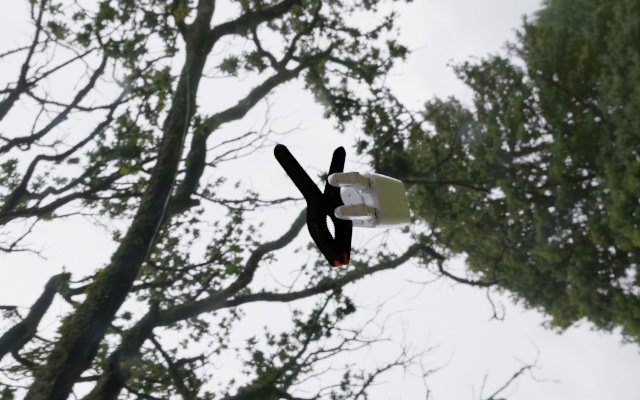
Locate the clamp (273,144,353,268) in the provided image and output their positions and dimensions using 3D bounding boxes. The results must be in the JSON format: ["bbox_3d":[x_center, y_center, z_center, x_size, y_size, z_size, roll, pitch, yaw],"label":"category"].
[{"bbox_3d":[0.000,0.003,0.763,0.036,0.210,0.164,-20,-16,41],"label":"clamp"}]
